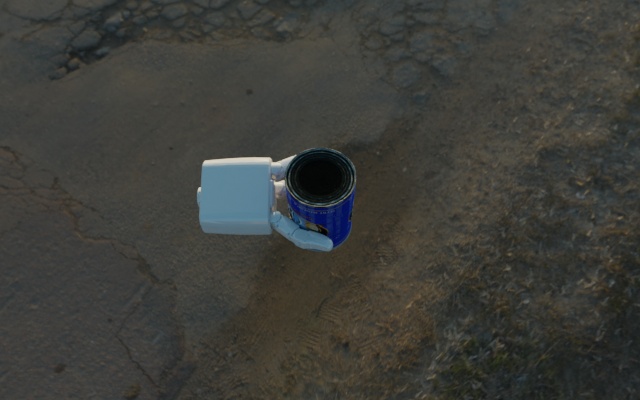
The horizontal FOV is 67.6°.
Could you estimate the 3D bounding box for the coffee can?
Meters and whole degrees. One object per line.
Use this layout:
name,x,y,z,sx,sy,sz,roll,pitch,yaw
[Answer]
coffee can,0.000,0.003,0.730,0.103,0.102,0.140,0,-32,0
